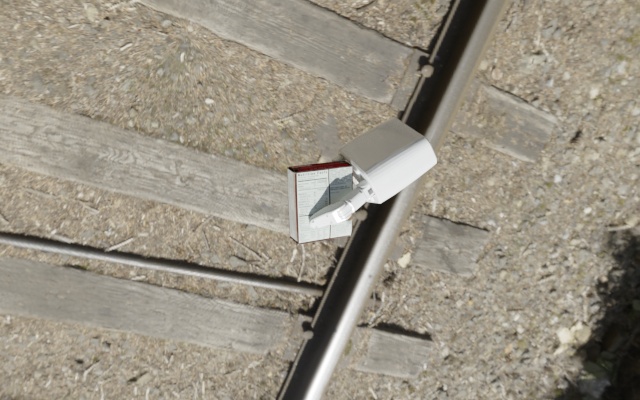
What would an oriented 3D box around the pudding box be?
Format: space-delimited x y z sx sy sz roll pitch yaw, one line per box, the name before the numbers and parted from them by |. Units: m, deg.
pudding box | 0.000 0.002 0.694 0.090 0.113 0.039 -7 17 -20
